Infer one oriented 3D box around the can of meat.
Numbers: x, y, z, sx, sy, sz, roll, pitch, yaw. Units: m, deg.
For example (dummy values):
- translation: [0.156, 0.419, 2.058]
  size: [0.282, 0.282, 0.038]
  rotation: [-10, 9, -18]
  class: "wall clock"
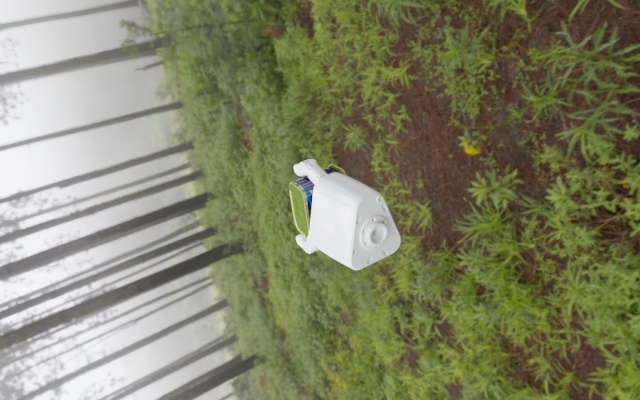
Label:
- translation: [0.000, 0.003, 0.786]
  size: [0.084, 0.102, 0.057]
  rotation: [-22, 31, -25]
  class: "can of meat"
